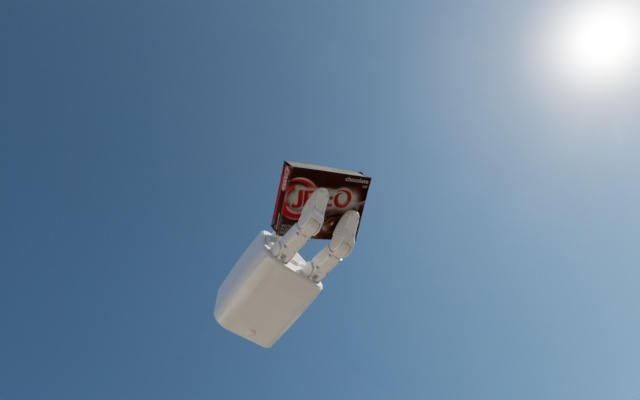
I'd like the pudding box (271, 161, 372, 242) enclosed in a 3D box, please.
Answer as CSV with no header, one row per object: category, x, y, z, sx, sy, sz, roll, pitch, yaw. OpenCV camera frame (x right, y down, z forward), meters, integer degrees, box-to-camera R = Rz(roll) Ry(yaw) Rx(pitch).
pudding box,0.000,0.002,0.610,0.113,0.090,0.039,5,18,-25
